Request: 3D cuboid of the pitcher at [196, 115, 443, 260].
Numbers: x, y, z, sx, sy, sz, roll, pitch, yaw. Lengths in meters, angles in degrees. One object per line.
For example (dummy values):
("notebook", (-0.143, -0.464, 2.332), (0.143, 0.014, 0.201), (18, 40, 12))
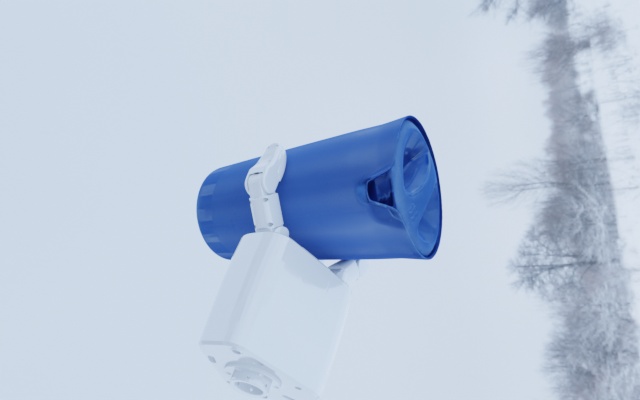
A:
("pitcher", (0.000, 0.002, 0.503), (0.243, 0.145, 0.149), (-8, -45, 29))
